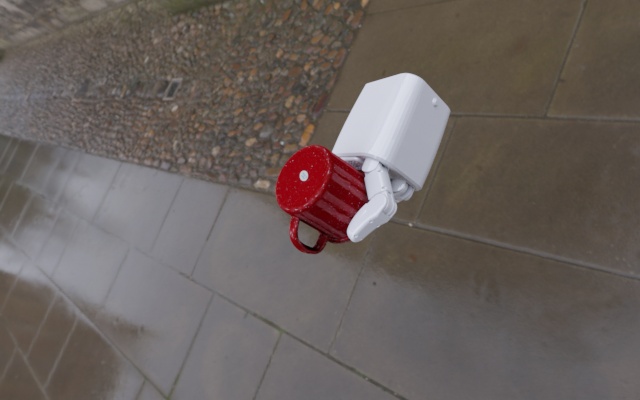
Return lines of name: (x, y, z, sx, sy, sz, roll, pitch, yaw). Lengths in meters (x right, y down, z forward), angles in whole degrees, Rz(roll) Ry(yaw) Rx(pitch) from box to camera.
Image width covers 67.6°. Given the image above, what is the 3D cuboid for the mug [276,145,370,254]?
mug: (-0.001, 0.003, 0.528, 0.093, 0.117, 0.081, 14, -13, 47)
